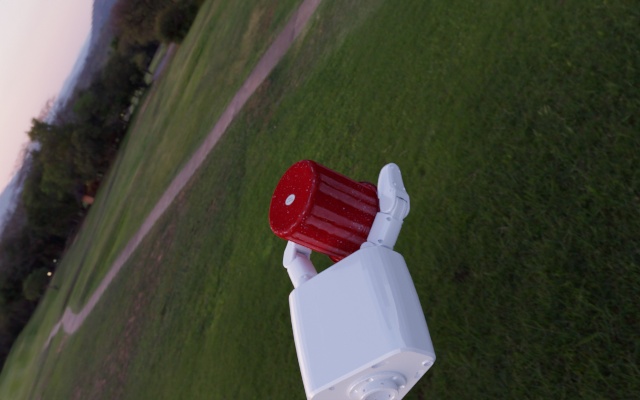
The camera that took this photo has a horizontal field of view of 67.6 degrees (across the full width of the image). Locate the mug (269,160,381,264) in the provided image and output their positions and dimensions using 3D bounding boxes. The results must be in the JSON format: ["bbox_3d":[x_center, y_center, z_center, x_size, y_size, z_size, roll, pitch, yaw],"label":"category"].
[{"bbox_3d":[0.000,0.001,0.491,0.081,0.117,0.093,23,-57,-31],"label":"mug"}]
